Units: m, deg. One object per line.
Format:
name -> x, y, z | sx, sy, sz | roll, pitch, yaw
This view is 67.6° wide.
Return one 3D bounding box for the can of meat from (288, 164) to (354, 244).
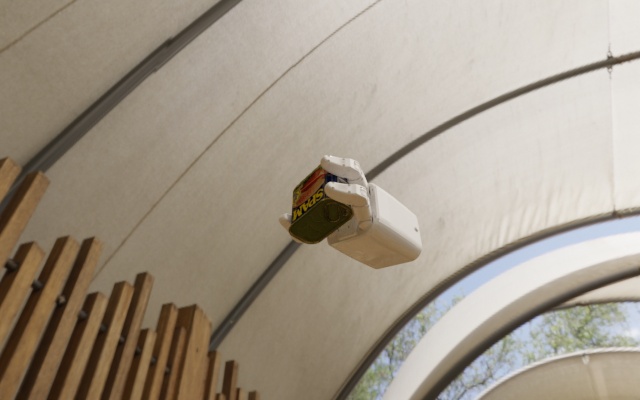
can of meat -> 0.000, 0.002, 0.714 | 0.057, 0.083, 0.102 | 30, -52, -28
